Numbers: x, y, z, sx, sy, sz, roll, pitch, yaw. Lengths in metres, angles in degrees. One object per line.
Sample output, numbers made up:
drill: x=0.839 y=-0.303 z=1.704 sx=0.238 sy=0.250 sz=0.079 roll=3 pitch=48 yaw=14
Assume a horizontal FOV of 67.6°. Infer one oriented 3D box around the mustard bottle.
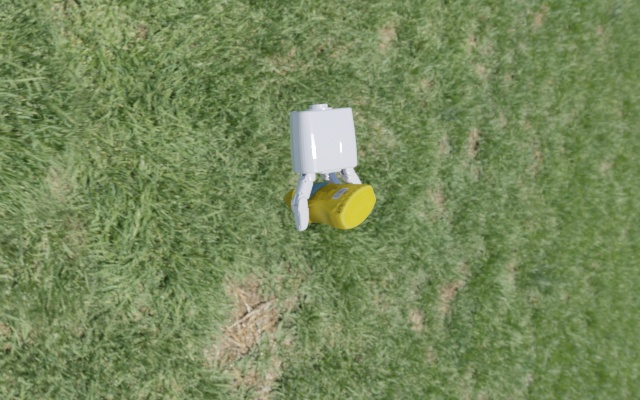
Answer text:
mustard bottle: x=0.000 y=0.003 z=0.875 sx=0.191 sy=0.058 sz=0.096 roll=7 pitch=41 yaw=44
